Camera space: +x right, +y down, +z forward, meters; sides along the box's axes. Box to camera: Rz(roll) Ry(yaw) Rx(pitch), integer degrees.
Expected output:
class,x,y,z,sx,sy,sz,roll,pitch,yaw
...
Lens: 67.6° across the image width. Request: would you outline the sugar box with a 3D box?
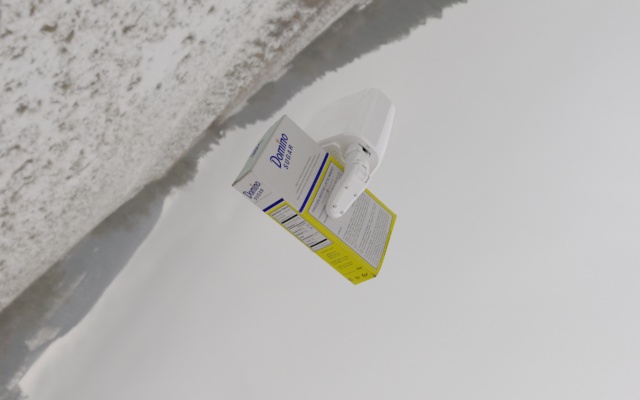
class,x,y,z,sx,sy,sz,roll,pitch,yaw
sugar box,0.000,0.002,0.509,0.176,0.093,0.048,40,-43,-17
